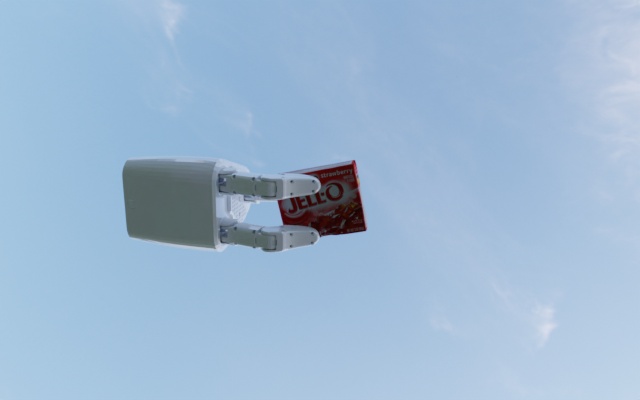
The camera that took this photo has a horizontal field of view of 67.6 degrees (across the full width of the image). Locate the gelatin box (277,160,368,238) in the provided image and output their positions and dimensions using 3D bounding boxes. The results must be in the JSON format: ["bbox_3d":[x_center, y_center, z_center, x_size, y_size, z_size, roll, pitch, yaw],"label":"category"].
[{"bbox_3d":[0.000,0.001,0.505,0.089,0.073,0.030,-10,13,10],"label":"gelatin box"}]
